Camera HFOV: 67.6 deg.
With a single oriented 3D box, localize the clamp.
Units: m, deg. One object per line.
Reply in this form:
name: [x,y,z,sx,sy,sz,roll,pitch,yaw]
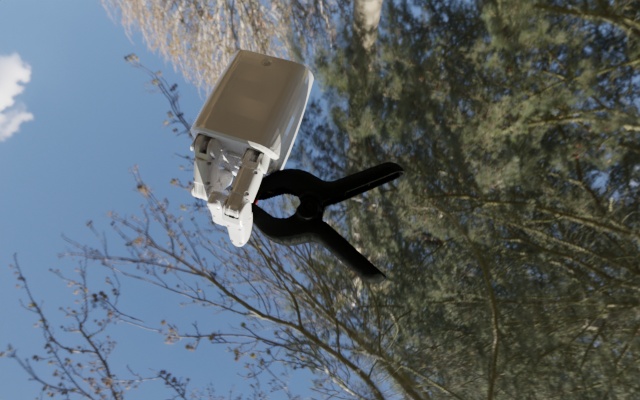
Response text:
clamp: [0.000,0.002,0.480,0.171,0.120,0.039,18,-18,12]
